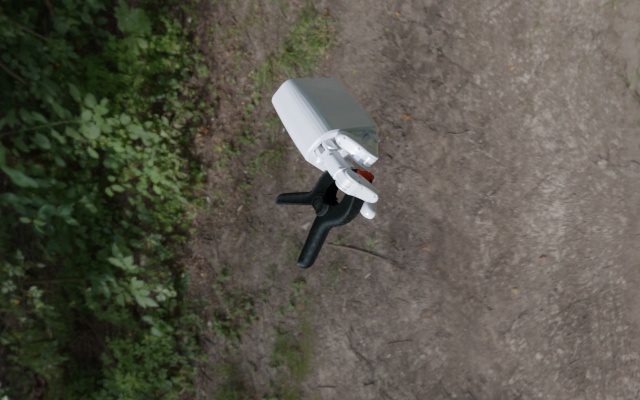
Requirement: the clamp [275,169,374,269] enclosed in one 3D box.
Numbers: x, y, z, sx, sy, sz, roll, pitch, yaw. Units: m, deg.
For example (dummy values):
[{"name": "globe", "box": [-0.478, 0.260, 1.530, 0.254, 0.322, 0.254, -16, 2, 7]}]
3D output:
[{"name": "clamp", "box": [0.000, 0.002, 0.669, 0.171, 0.120, 0.039, -46, -26, 27]}]
